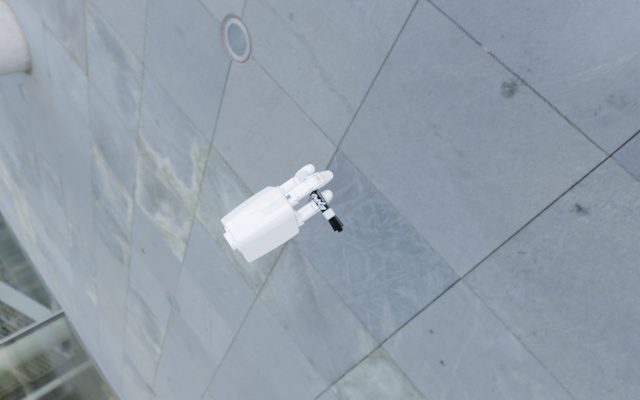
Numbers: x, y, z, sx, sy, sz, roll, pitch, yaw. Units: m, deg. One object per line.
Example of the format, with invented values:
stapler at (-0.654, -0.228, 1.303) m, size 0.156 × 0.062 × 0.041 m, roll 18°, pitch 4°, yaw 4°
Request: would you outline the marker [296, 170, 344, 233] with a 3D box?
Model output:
marker at (0.000, 0.003, 0.805) m, size 0.020 × 0.121 × 0.020 m, roll -35°, pitch -7°, yaw -5°
